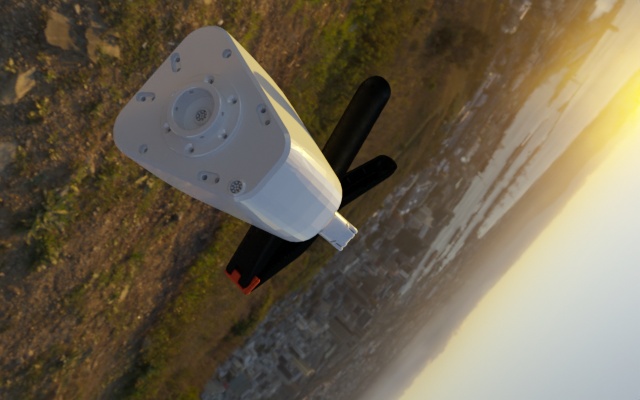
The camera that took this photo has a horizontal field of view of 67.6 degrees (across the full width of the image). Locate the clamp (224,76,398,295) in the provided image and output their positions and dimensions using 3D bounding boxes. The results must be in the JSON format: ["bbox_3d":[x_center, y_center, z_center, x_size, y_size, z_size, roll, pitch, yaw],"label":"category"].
[{"bbox_3d":[0.000,0.002,0.442,0.036,0.210,0.164,41,-1,22],"label":"clamp"}]
